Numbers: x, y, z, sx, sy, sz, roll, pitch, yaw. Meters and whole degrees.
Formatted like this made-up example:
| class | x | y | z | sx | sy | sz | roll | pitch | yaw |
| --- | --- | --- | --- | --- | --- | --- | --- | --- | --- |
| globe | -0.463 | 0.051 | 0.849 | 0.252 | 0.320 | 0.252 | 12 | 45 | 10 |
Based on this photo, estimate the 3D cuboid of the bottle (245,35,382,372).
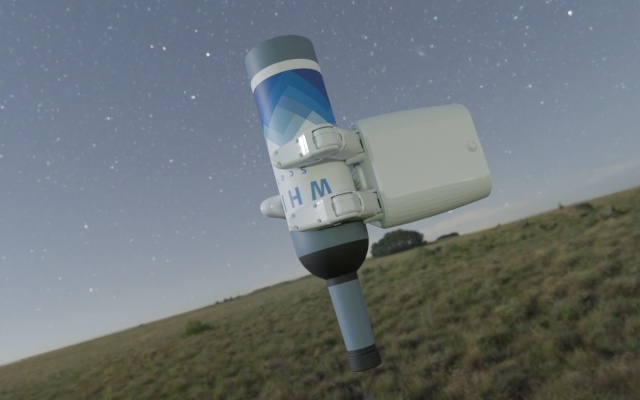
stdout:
| class | x | y | z | sx | sy | sz | roll | pitch | yaw |
| --- | --- | --- | --- | --- | --- | --- | --- | --- | --- |
| bottle | 0.000 | 0.001 | 0.428 | 0.069 | 0.295 | 0.069 | -15 | -9 | -3 |
